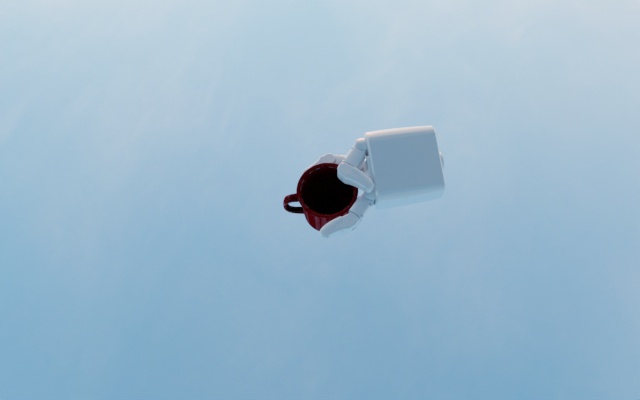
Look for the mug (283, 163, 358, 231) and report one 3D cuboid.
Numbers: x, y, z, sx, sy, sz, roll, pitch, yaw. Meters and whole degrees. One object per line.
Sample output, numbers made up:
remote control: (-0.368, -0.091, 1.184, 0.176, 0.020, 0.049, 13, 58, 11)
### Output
mug: (-0.001, 0.003, 0.749, 0.117, 0.093, 0.081, -9, -25, -1)
